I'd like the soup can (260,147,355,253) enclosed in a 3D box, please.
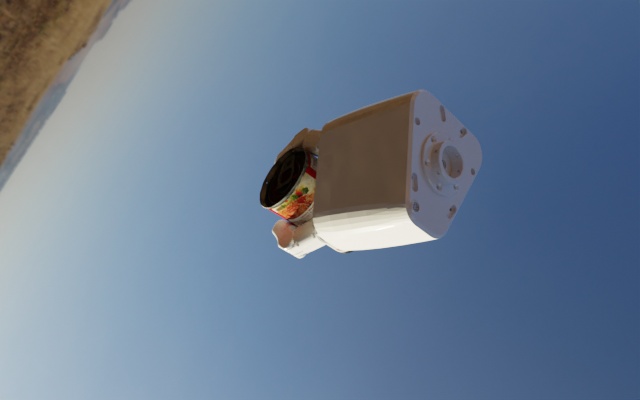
[{"bbox_3d":[0.000,0.002,0.478,0.102,0.068,0.068,34,-18,-29],"label":"soup can"}]
